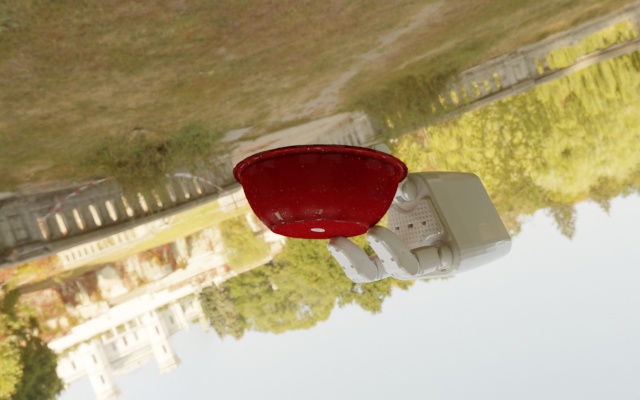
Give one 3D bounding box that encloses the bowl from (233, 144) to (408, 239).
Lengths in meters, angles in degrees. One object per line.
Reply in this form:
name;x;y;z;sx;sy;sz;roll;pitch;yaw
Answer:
bowl;-0.001;0.002;0.439;0.162;0.055;0.162;0;-14;0
